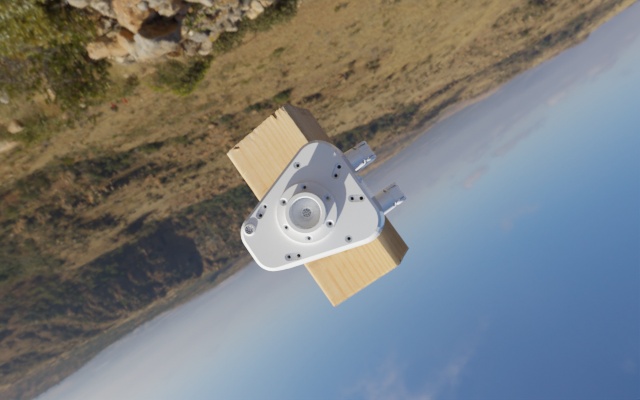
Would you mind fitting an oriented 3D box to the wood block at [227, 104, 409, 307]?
[{"bbox_3d":[0.000,0.002,0.547,0.091,0.206,0.090,-36,-5,17],"label":"wood block"}]
